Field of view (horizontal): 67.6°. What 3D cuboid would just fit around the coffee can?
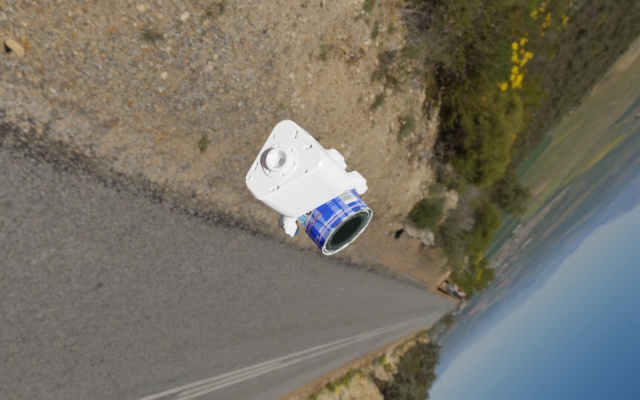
[{"bbox_3d":[0.000,0.003,0.772,0.140,0.103,0.103,48,24,24],"label":"coffee can"}]
